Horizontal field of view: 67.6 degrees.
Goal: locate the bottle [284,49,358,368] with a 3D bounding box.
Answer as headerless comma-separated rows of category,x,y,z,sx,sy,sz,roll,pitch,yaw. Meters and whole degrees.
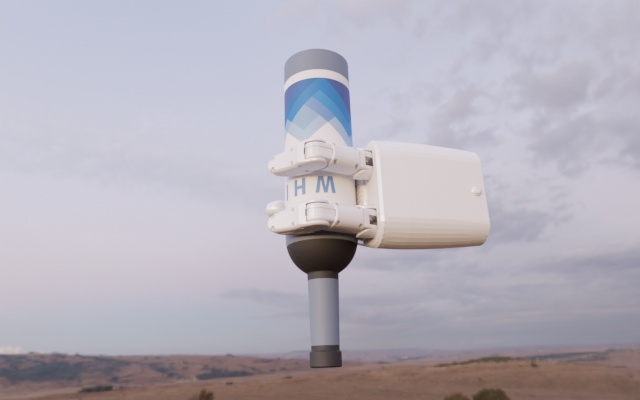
bottle,0.000,0.001,0.449,0.069,0.295,0.069,-2,-19,-1
